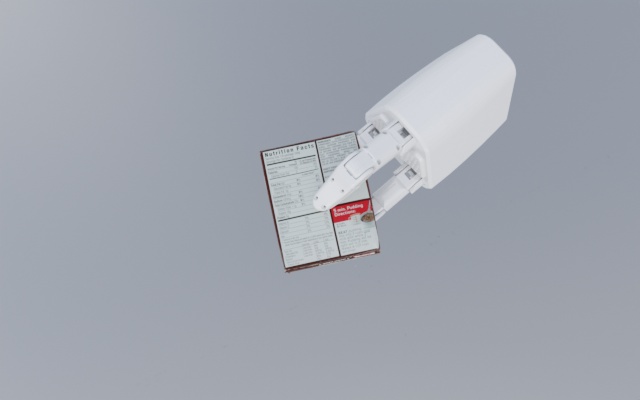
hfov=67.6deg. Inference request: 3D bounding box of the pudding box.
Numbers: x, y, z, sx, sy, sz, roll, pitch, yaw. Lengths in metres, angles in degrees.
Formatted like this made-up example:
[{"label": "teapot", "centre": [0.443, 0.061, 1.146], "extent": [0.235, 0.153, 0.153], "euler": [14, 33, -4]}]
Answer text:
[{"label": "pudding box", "centre": [0.000, 0.001, 0.431], "extent": [0.090, 0.113, 0.039], "euler": [-12, -9, 1]}]
